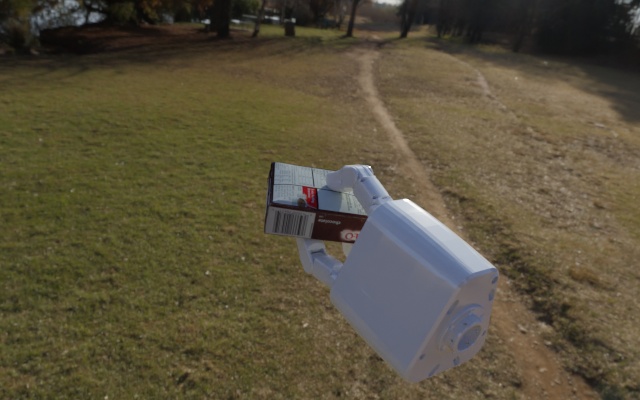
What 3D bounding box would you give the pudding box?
[{"bbox_3d":[0.000,0.002,0.498,0.113,0.039,0.090,9,30,-9],"label":"pudding box"}]
